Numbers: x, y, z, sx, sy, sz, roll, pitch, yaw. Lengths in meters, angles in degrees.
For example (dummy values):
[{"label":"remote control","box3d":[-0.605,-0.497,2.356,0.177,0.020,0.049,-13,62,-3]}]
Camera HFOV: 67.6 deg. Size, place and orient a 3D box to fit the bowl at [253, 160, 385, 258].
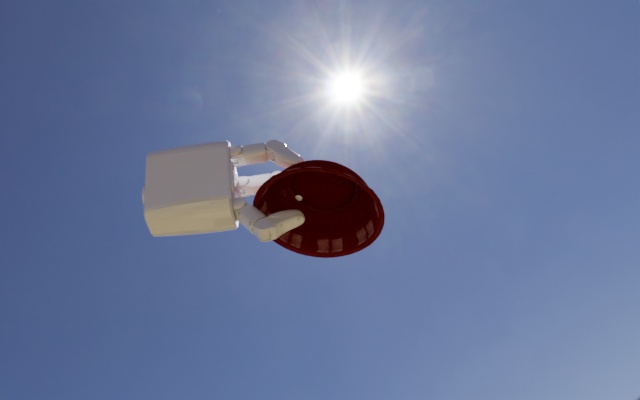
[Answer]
[{"label":"bowl","box3d":[0.001,0.002,0.600,0.162,0.055,0.162,5,-44,5]}]
